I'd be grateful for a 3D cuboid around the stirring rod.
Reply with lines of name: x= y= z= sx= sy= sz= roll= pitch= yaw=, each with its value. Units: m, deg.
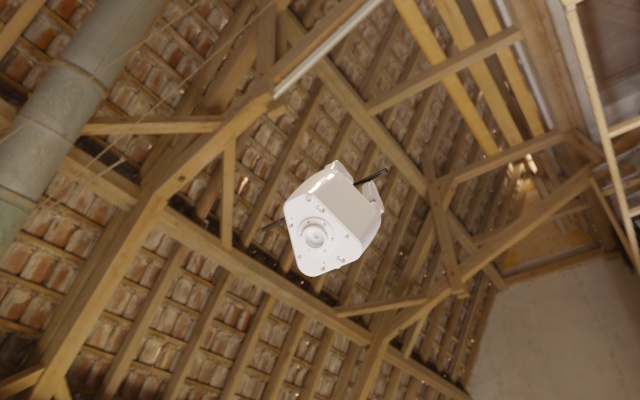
stirring rod: x=0.000 y=0.002 z=0.764 sx=0.239 sy=0.011 sz=0.011 roll=-26 pitch=-11 yaw=24
